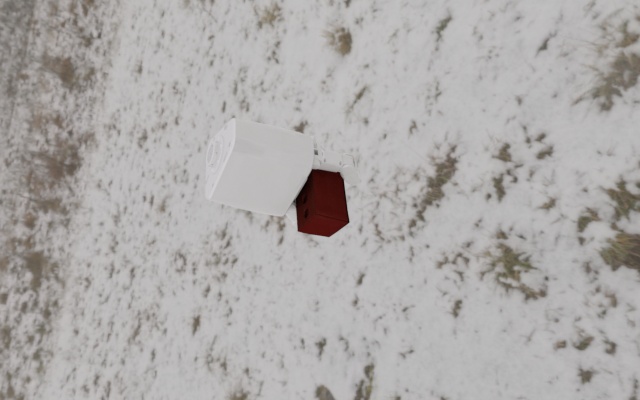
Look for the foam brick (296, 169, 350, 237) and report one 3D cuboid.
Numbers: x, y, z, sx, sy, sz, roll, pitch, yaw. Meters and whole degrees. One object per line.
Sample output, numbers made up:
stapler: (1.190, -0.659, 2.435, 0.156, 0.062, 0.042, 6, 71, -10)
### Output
foam brick: (0.000, 0.002, 0.635, 0.051, 0.078, 0.053, 12, -35, -29)
